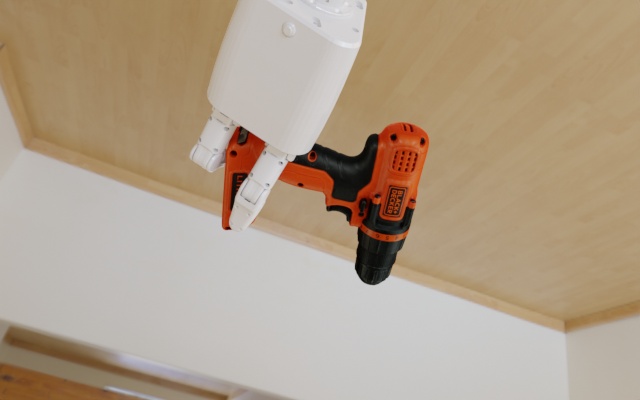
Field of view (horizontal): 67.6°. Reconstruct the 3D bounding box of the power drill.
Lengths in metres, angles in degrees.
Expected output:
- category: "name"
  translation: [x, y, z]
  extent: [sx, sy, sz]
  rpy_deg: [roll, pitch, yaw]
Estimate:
- category: "power drill"
  translation: [0.000, 0.001, 0.475]
  extent: [0.187, 0.184, 0.057]
  rpy_deg: [7, 30, -4]
